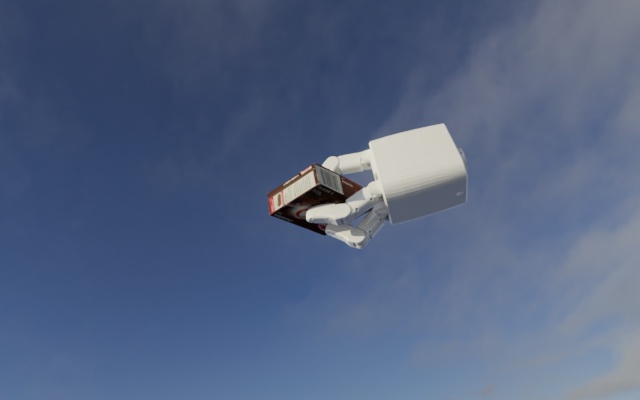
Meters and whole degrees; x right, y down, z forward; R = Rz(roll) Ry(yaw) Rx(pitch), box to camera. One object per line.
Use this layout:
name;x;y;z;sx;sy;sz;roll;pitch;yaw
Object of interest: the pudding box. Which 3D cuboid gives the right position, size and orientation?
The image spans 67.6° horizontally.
pudding box;0.000;0.002;0.637;0.090;0.039;0.113;-32;-39;31
